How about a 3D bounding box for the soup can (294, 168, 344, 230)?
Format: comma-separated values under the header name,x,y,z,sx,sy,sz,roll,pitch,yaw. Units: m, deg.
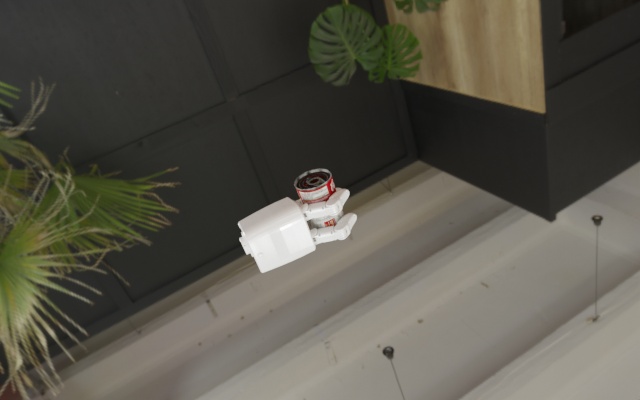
name,x,y,z,sx,sy,sz,roll,pitch,yaw
soup can,0.001,0.003,0.863,0.068,0.102,0.068,-14,31,8
